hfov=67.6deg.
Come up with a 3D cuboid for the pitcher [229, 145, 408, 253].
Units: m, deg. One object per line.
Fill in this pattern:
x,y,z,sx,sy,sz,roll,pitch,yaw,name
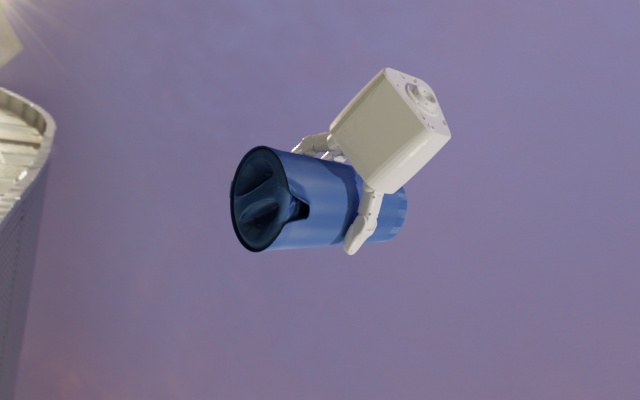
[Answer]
0.000,0.002,0.675,0.243,0.149,0.145,5,-40,-41,pitcher
